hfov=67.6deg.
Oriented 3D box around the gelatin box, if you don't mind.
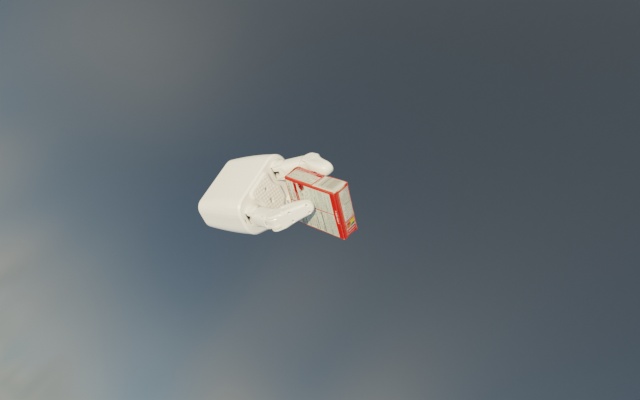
[{"bbox_3d":[0.000,0.002,0.606,0.089,0.073,0.030,20,47,39],"label":"gelatin box"}]
